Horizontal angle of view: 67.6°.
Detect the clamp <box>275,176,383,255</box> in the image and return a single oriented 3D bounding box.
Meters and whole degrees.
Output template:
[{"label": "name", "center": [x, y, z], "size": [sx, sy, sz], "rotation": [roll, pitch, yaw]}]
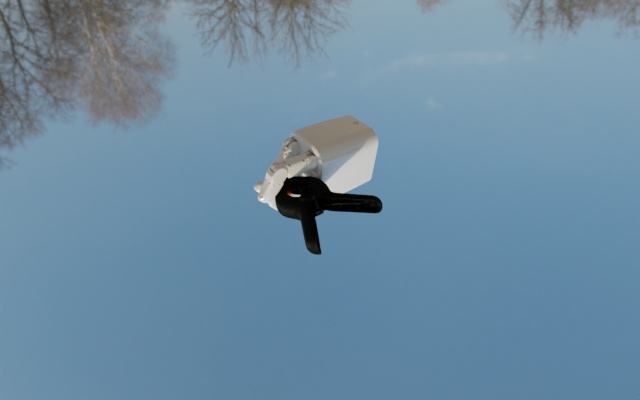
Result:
[{"label": "clamp", "center": [0.000, 0.003, 0.662], "size": [0.120, 0.039, 0.171], "rotation": [-22, 39, -21]}]
